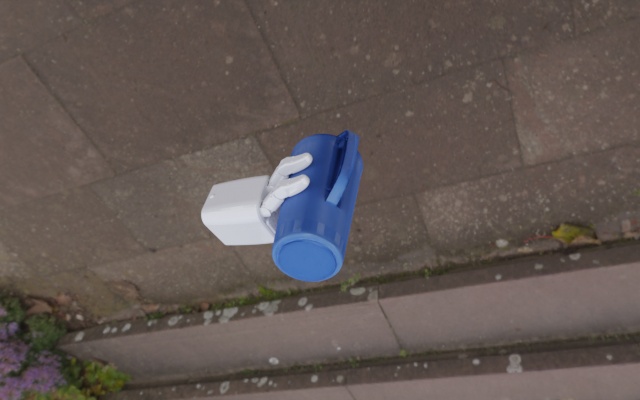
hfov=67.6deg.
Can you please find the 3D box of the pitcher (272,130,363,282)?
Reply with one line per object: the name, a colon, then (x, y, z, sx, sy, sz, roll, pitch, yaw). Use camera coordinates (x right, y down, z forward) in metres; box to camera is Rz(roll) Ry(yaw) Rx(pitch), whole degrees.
pitcher: (0.000, 0.003, 0.782, 0.145, 0.149, 0.242, -7, 41, 16)
